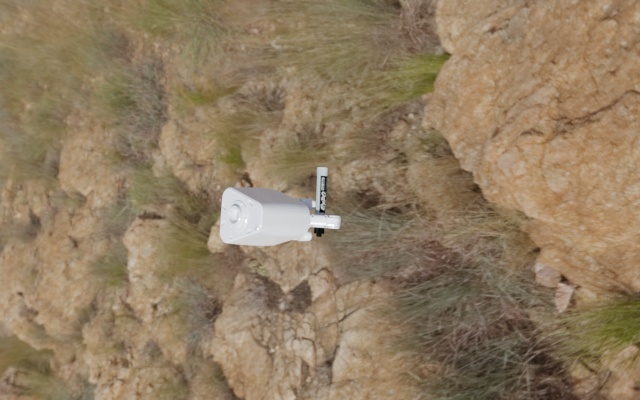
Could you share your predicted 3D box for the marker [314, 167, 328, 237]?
[{"bbox_3d":[0.000,0.003,0.830,0.020,0.121,0.020,3,-2,0],"label":"marker"}]
